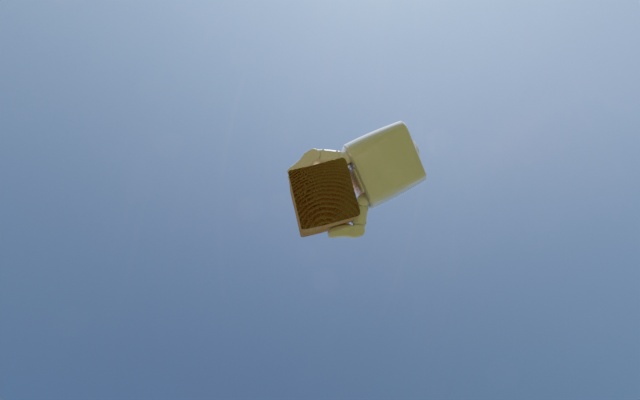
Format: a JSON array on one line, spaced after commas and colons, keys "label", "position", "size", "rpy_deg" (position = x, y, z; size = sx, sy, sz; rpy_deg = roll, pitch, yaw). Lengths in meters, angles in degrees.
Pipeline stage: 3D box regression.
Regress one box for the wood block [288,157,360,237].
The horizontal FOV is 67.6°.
[{"label": "wood block", "position": [0.001, 0.003, 0.787], "size": [0.090, 0.091, 0.206], "rpy_deg": [-14, -7, -4]}]
